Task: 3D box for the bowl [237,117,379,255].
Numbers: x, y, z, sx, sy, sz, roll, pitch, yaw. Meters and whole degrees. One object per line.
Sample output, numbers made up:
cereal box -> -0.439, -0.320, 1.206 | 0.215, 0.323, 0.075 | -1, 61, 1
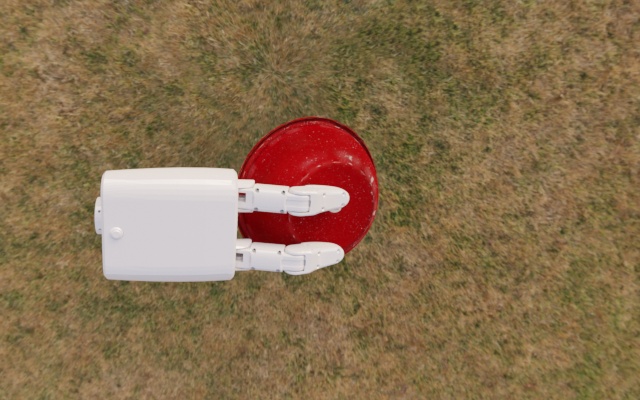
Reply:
bowl -> 0.001, 0.001, 0.472 | 0.162, 0.162, 0.055 | 0, 15, -27
